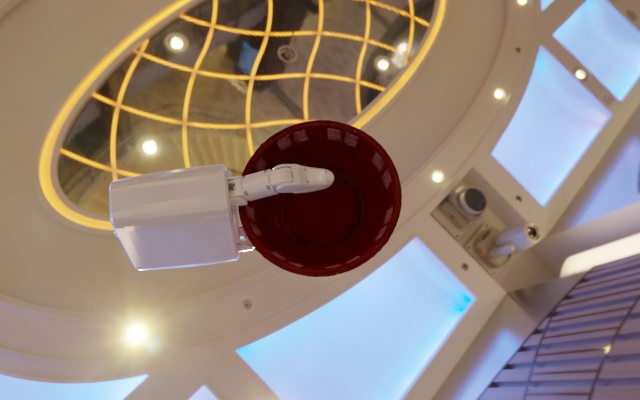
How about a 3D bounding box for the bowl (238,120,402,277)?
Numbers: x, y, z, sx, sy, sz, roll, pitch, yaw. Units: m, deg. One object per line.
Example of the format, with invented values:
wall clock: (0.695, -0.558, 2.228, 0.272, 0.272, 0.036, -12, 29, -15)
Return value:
bowl: (0.001, 0.002, 0.491, 0.162, 0.162, 0.055, 0, -18, 5)
